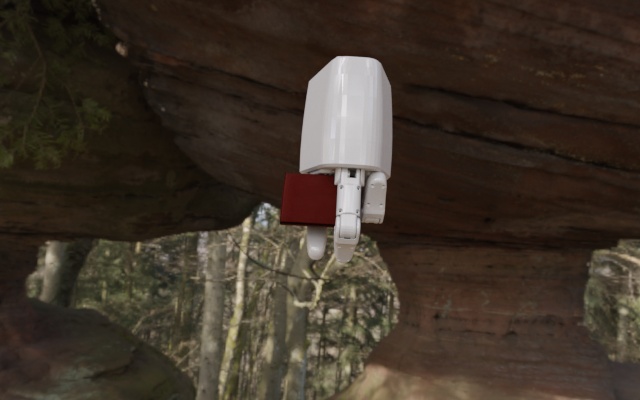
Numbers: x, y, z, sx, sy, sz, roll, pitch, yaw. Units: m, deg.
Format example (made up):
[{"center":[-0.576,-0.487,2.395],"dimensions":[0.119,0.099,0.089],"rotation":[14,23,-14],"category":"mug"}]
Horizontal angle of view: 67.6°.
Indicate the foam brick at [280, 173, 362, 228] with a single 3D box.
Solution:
[{"center":[0.000,0.002,0.487],"dimensions":[0.078,0.051,0.053],"rotation":[3,-3,-1],"category":"foam brick"}]
